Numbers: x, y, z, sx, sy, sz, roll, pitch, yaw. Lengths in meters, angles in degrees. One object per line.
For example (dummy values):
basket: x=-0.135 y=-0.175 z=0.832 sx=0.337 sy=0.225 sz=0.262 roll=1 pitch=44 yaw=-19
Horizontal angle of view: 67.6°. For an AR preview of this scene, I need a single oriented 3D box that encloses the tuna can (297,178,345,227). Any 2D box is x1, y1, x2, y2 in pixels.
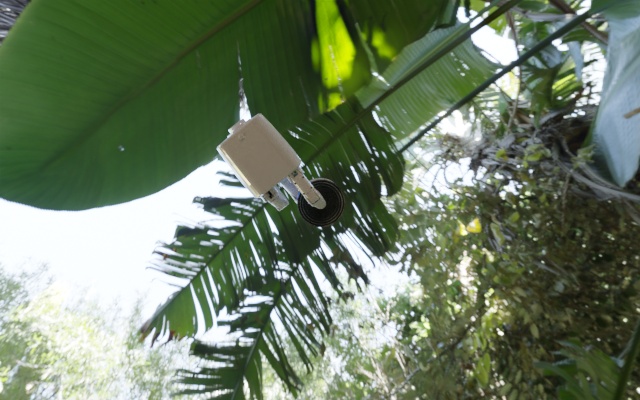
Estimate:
tuna can: x=0.000 y=0.003 z=0.857 sx=0.086 sy=0.086 sz=0.033 roll=0 pitch=10 yaw=-5
